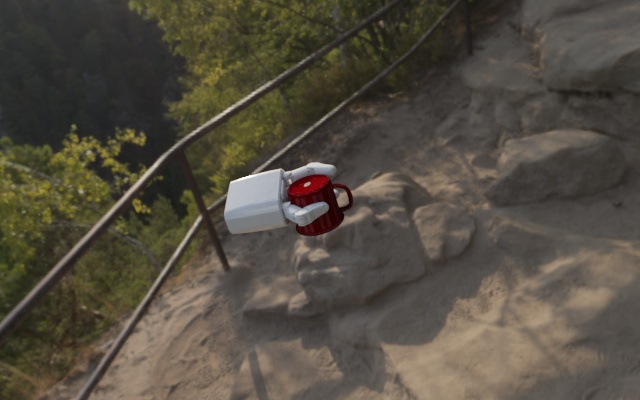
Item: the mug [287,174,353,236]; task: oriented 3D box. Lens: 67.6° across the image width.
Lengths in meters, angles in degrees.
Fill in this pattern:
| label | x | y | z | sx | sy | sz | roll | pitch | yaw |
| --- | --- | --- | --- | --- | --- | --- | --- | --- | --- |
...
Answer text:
| label | x | y | z | sx | sy | sz | roll | pitch | yaw |
| --- | --- | --- | --- | --- | --- | --- | --- | --- | --- |
| mug | 0.001 | 0.002 | 0.859 | 0.117 | 0.081 | 0.093 | -12 | 27 | 10 |
